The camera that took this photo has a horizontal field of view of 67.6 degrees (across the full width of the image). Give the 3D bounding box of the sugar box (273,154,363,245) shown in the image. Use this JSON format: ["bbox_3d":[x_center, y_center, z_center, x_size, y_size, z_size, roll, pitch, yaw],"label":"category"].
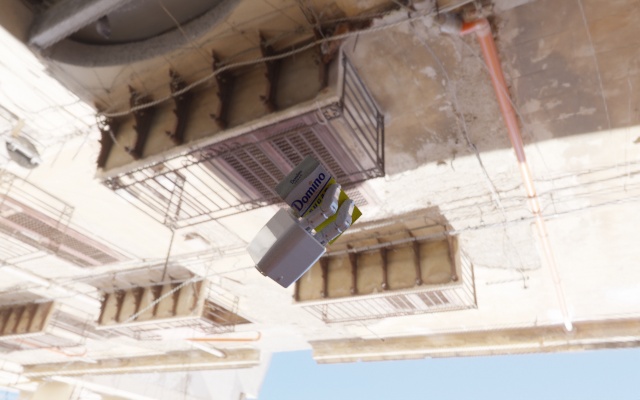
[{"bbox_3d":[0.000,0.003,0.888,0.048,0.093,0.176,45,0,43],"label":"sugar box"}]
